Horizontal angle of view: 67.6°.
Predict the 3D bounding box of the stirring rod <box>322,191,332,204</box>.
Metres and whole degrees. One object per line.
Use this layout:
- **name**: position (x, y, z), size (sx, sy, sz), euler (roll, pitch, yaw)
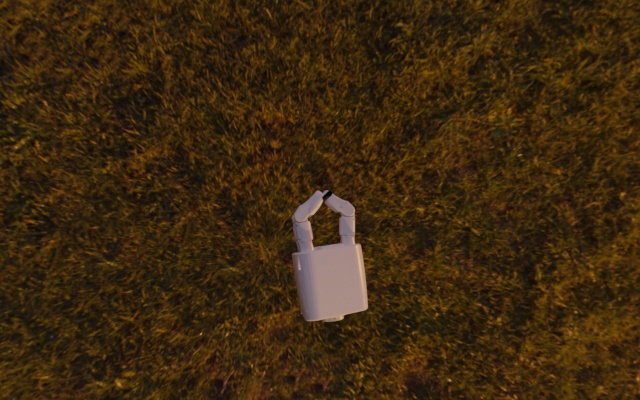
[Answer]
- **stirring rod**: position (0.000, 0.003, 0.807), size (0.011, 0.011, 0.239), euler (0, -6, -6)
